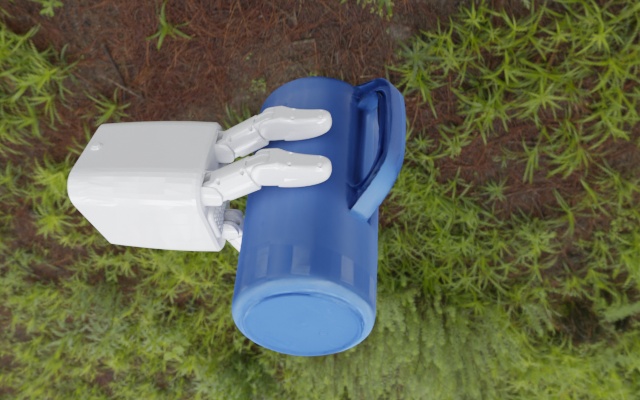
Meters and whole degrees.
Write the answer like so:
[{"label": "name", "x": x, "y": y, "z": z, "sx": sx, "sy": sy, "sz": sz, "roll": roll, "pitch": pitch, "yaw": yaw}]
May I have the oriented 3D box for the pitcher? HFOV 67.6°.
[{"label": "pitcher", "x": 0.000, "y": 0.001, "z": 0.427, "sx": 0.145, "sy": 0.242, "sz": 0.149, "roll": 2, "pitch": -44, "yaw": 2}]
